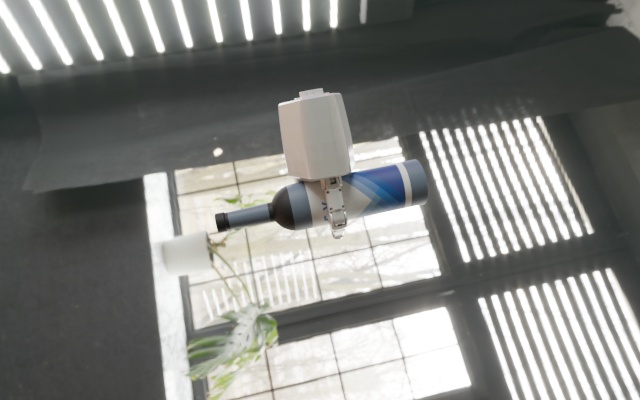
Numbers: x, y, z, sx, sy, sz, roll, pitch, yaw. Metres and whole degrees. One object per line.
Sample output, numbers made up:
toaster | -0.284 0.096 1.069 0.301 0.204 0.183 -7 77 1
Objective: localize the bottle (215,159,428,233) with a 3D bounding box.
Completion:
bottle | 0.000 0.002 0.674 0.296 0.069 0.069 -12 1 -6
